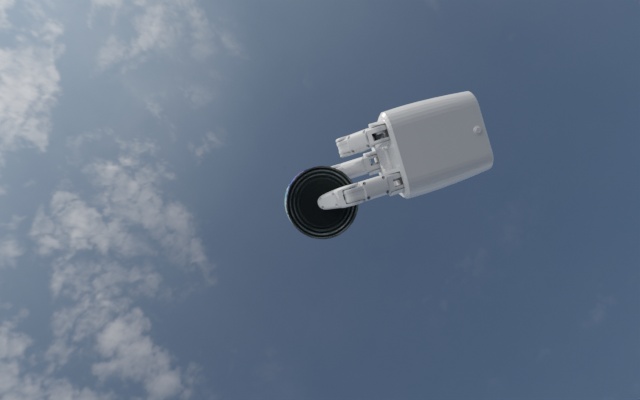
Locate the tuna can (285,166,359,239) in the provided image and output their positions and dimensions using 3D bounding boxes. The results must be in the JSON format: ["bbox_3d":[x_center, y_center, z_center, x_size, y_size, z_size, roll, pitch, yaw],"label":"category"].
[{"bbox_3d":[0.000,0.002,0.571,0.086,0.086,0.034,0,2,-10],"label":"tuna can"}]
